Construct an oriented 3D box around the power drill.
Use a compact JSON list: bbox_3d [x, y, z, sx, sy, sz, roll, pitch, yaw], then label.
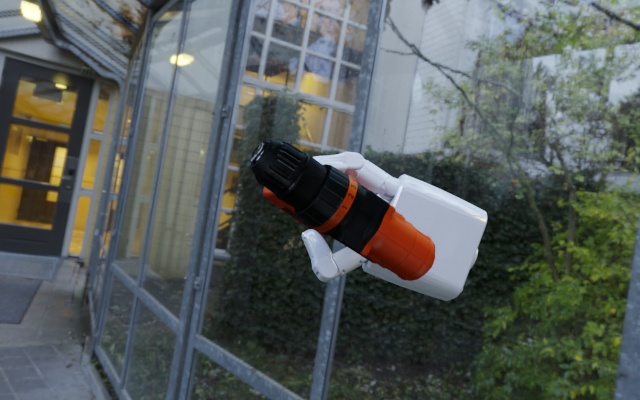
[{"bbox_3d":[0.000,0.002,0.463,0.184,0.057,0.187,35,-3,-19],"label":"power drill"}]
